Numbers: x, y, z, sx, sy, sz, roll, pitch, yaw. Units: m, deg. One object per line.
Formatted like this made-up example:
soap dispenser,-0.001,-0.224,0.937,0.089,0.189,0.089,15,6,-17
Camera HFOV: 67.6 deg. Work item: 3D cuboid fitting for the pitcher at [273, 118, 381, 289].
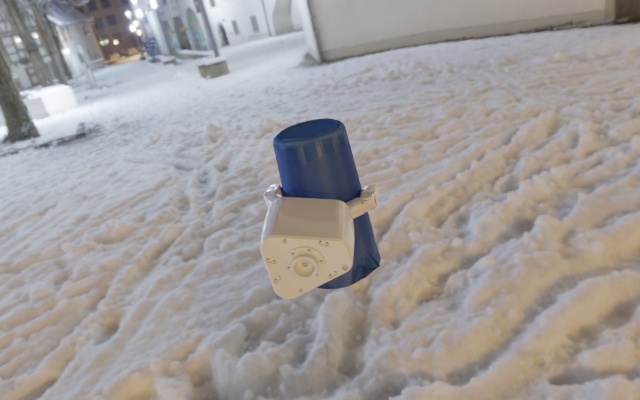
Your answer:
pitcher,0.000,0.003,0.742,0.149,0.243,0.145,-10,24,8
